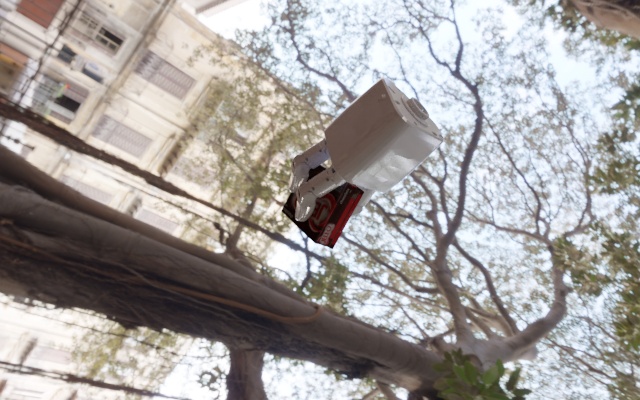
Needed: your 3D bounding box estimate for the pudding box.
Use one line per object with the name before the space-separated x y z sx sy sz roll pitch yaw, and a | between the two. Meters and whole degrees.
pudding box | 0.000 0.002 0.658 0.039 0.090 0.113 25 8 -33
